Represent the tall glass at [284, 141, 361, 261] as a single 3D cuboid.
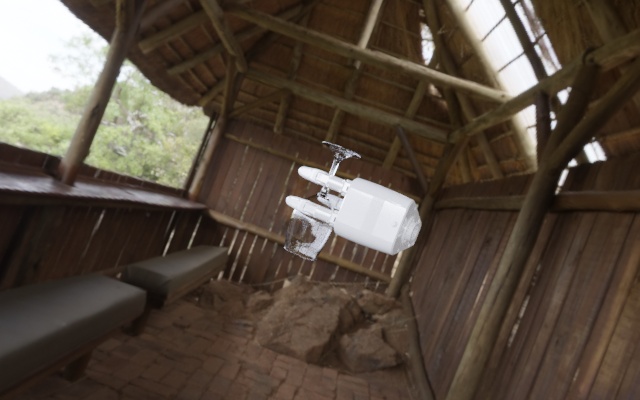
[{"bbox_3d":[0.000,0.002,0.842,0.079,0.201,0.079,22,0,0],"label":"tall glass"}]
